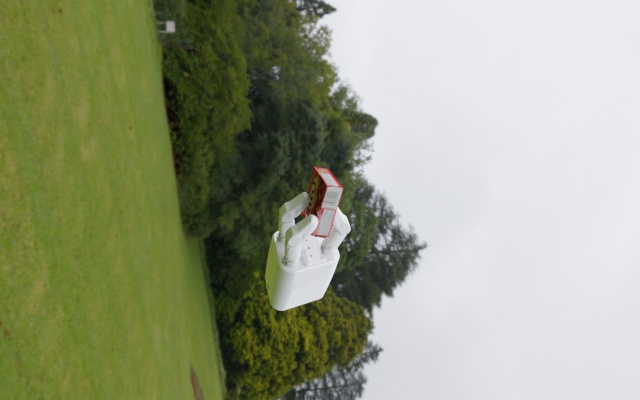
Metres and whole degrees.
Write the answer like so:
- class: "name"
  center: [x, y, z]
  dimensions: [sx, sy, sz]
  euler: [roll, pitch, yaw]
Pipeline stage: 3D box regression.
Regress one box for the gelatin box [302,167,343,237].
- class: "gelatin box"
  center: [0.001, 0.002, 0.753]
  dimensions: [0.030, 0.089, 0.073]
  euler: [6, 25, -21]
